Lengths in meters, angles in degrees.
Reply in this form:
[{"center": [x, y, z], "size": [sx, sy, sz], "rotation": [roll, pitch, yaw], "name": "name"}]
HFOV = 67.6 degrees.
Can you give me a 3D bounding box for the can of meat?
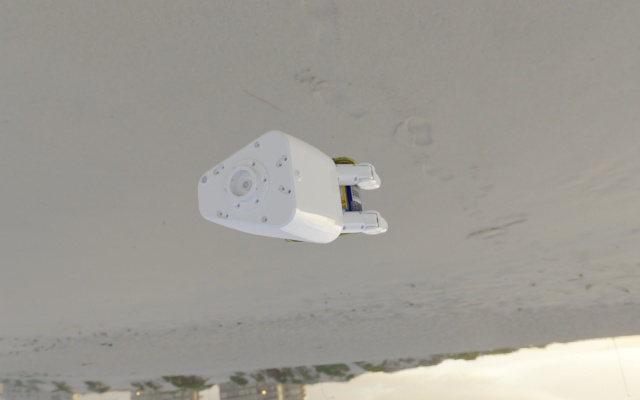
[{"center": [0.000, 0.002, 0.580], "size": [0.102, 0.084, 0.057], "rotation": [-12, -15, 19], "name": "can of meat"}]
